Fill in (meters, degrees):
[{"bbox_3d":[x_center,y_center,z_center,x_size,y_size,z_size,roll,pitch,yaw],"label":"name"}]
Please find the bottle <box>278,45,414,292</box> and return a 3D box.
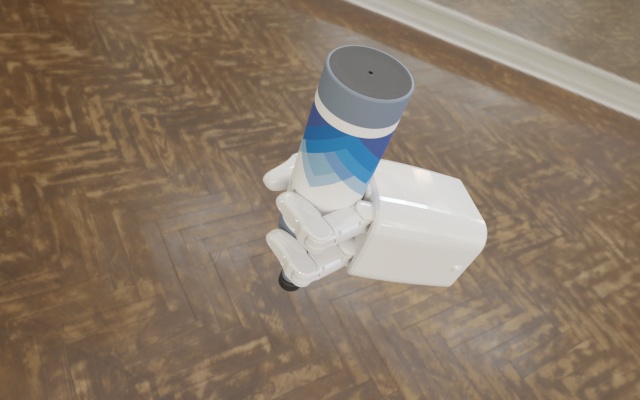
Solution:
[{"bbox_3d":[0.000,0.001,0.447,0.069,0.069,0.296,0,-39,-18],"label":"bottle"}]
